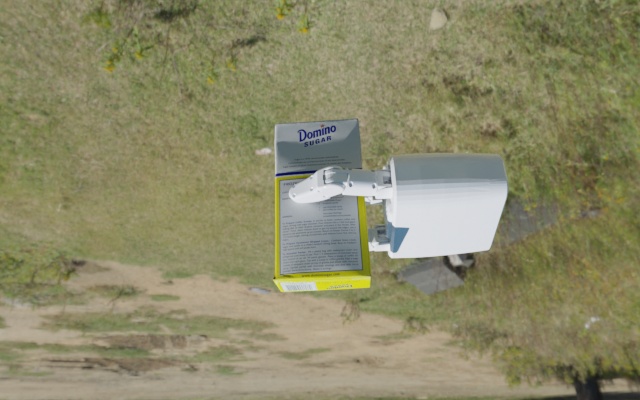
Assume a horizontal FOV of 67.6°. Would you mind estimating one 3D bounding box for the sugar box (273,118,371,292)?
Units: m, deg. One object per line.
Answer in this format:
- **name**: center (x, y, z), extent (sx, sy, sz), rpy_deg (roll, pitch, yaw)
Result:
- **sugar box**: center (0.000, 0.002, 0.494), extent (0.093, 0.176, 0.048), rpy_deg (-3, -27, 3)
